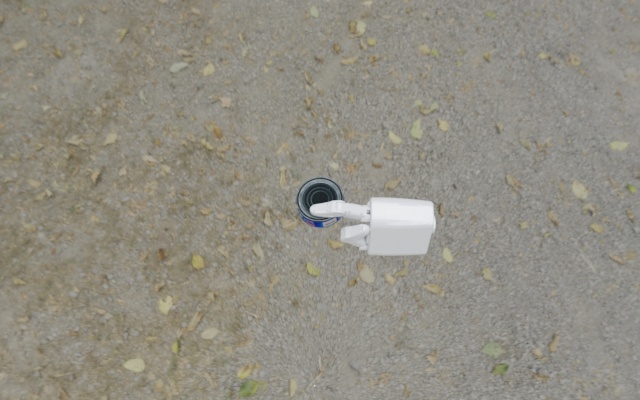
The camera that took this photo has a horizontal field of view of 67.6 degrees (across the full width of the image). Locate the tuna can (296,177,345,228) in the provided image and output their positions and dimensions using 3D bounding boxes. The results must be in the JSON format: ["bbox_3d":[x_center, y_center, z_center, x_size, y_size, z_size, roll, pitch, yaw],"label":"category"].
[{"bbox_3d":[0.000,0.003,0.836,0.086,0.086,0.034,0,-21,5],"label":"tuna can"}]
